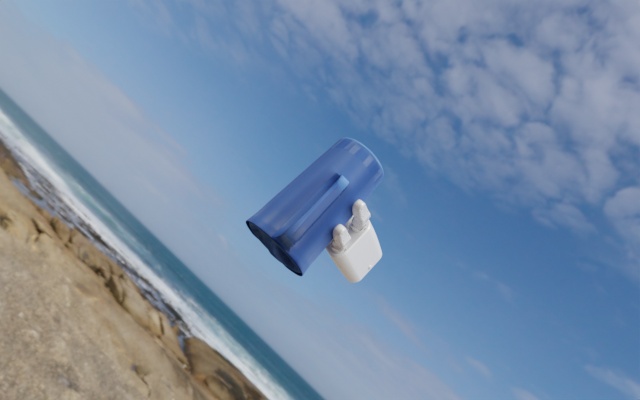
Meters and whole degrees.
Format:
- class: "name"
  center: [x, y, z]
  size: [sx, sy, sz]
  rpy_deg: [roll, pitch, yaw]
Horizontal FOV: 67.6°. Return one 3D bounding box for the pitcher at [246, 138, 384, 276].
- class: "pitcher"
  center: [0.000, 0.003, 0.830]
  size: [0.149, 0.242, 0.145]
  rpy_deg: [30, -22, 41]
